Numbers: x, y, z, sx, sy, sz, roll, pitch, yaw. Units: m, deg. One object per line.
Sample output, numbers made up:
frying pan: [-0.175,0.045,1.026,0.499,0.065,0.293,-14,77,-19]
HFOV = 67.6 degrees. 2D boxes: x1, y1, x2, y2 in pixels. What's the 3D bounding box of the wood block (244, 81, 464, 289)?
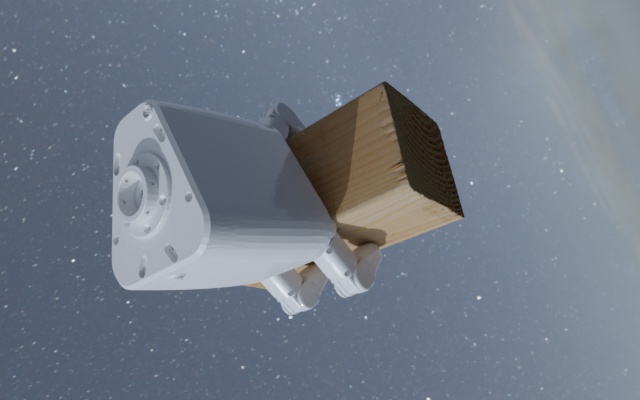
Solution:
wood block: [0.000,0.001,0.407,0.206,0.090,0.090,-25,-29,32]
